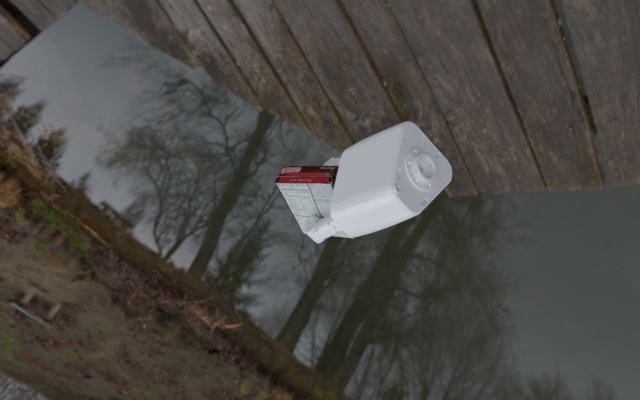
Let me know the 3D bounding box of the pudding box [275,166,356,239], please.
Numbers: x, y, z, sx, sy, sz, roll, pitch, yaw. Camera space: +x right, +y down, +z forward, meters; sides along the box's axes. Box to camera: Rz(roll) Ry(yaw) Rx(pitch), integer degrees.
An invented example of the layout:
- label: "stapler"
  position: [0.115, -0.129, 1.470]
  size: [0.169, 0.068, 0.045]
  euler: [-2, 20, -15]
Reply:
- label: "pudding box"
  position: [0.000, 0.002, 0.660]
  size: [0.090, 0.114, 0.039]
  euler: [3, 46, 30]
